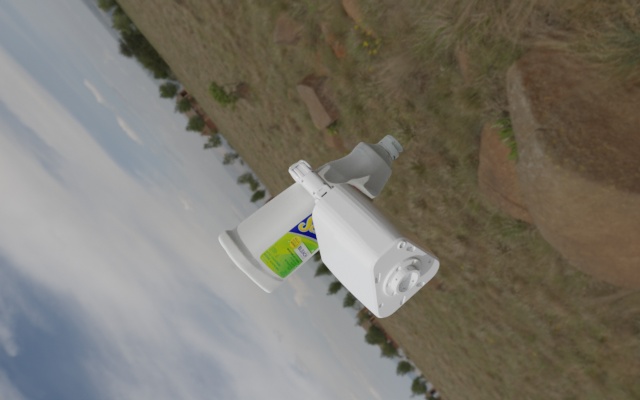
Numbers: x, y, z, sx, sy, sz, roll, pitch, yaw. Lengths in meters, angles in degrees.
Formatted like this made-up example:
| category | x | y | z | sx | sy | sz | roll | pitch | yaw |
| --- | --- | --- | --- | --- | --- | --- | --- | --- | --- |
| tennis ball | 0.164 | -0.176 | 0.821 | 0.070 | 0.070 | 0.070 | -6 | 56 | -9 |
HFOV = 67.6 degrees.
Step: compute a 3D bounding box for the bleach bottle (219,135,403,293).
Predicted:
| category | x | y | z | sx | sy | sz | roll | pitch | yaw |
| --- | --- | --- | --- | --- | --- | --- | --- | --- | --- |
| bleach bottle | 0.000 | 0.002 | 0.604 | 0.068 | 0.251 | 0.103 | 44 | -8 | 41 |
